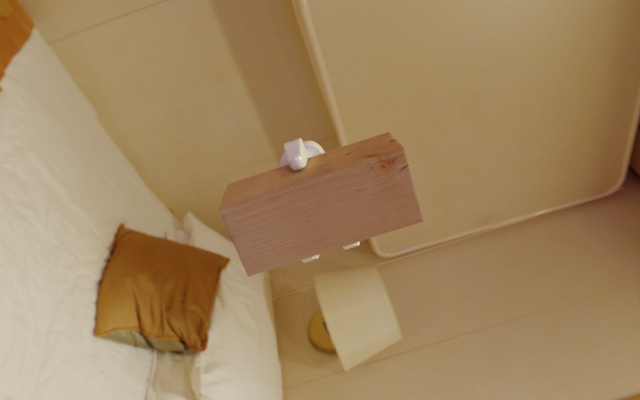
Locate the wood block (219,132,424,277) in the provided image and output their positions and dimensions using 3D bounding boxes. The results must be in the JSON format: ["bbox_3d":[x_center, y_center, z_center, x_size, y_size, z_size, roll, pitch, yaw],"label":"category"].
[{"bbox_3d":[0.000,0.001,0.555,0.206,0.091,0.090,-18,21,3],"label":"wood block"}]
